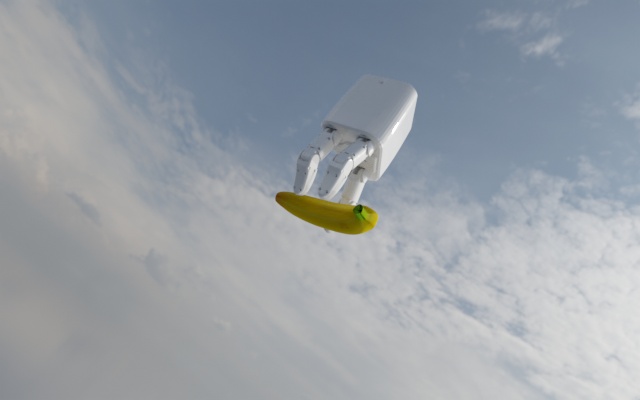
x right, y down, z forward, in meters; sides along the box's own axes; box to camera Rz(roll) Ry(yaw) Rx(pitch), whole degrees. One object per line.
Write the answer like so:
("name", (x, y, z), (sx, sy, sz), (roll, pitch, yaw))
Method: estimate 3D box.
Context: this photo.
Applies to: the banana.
("banana", (0.014, 0.014, 0.624), (0.070, 0.037, 0.198), (45, -21, -28))
